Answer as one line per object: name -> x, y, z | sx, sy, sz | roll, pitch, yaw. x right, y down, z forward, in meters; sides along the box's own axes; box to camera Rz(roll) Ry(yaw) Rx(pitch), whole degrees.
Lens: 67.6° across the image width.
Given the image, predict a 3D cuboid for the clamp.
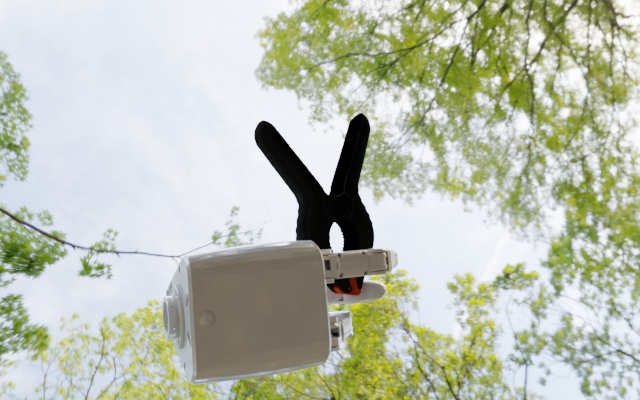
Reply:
clamp -> 0.000, 0.002, 0.429 | 0.120, 0.171, 0.039 | -1, -8, -27
